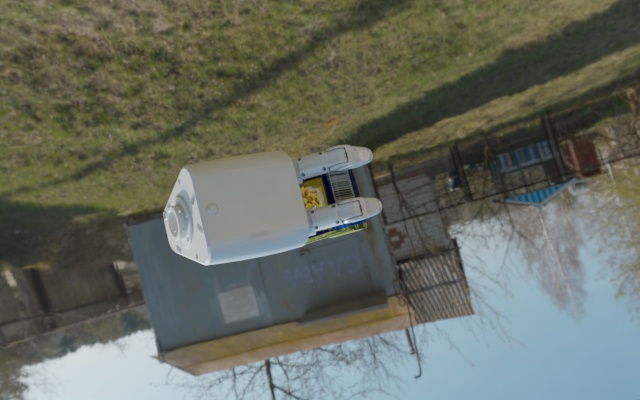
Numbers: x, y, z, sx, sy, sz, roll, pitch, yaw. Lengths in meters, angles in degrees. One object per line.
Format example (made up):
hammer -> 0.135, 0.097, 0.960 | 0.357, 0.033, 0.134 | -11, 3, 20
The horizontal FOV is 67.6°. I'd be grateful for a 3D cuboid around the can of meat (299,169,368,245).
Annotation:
can of meat -> 0.000, 0.002, 0.538 | 0.057, 0.084, 0.102 | -10, -8, -39
